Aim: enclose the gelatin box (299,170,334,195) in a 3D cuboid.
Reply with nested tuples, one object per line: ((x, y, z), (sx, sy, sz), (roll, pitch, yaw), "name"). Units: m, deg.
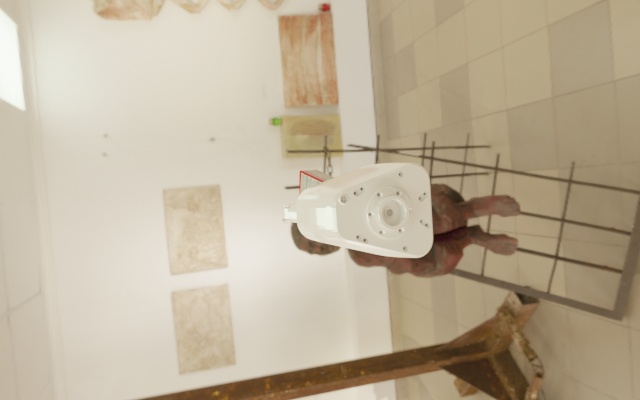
((0.000, 0.002, 0.634), (0.030, 0.073, 0.089), (-5, 15, -24), "gelatin box")
